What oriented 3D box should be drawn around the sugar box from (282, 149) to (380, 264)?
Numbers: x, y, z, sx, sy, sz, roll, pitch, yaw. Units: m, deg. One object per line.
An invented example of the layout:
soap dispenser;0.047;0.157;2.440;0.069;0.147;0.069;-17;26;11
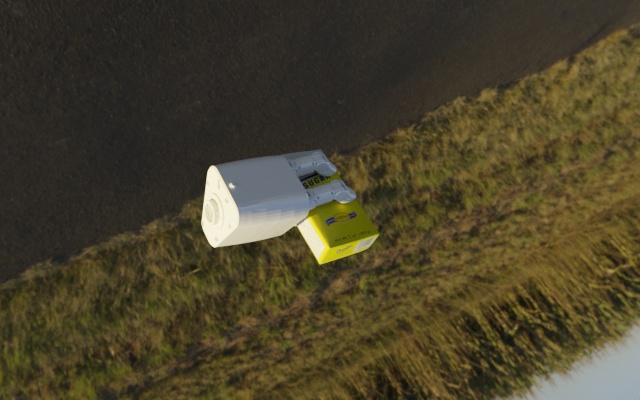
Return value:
sugar box;0.000;0.002;0.703;0.093;0.176;0.048;-13;-32;-34
